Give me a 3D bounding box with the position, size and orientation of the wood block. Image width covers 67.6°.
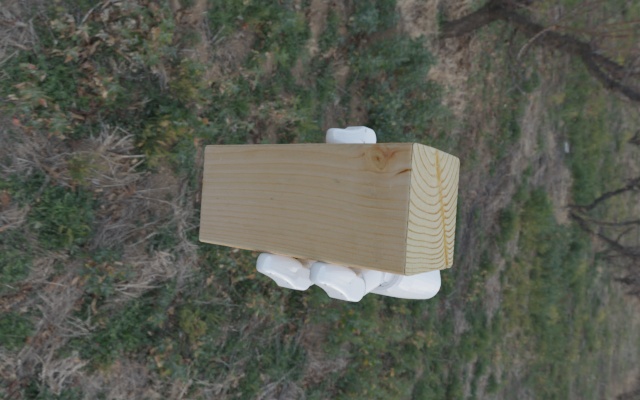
[{"bbox_3d":[0.000,0.001,0.407,0.206,0.091,0.090,4,0,36],"label":"wood block"}]
